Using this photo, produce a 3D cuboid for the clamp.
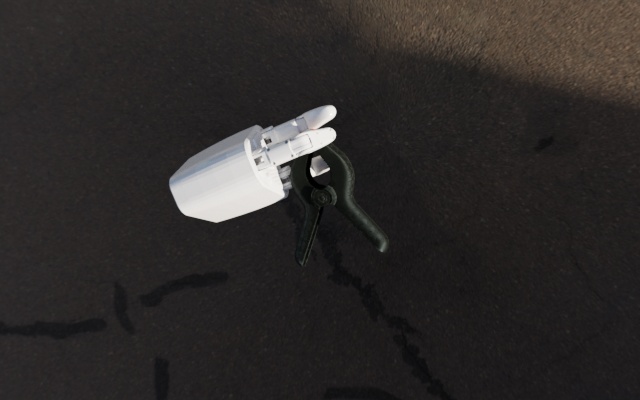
[{"bbox_3d":[0.000,0.002,0.587,0.120,0.171,0.039,-22,3,12],"label":"clamp"}]
